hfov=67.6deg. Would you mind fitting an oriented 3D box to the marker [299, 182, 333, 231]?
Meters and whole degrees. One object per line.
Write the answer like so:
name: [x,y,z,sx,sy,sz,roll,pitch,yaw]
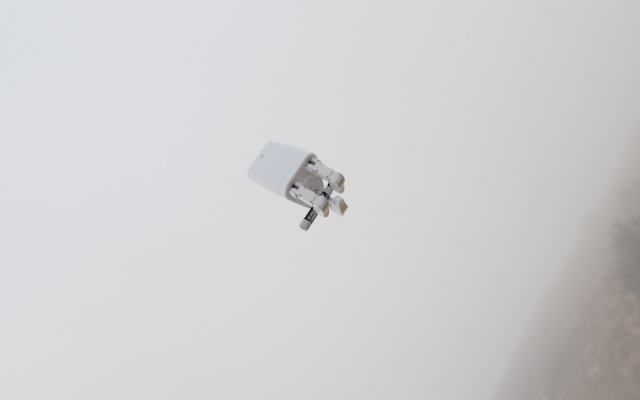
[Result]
marker: [0.000,0.003,0.883,0.020,0.121,0.020,31,-16,10]
